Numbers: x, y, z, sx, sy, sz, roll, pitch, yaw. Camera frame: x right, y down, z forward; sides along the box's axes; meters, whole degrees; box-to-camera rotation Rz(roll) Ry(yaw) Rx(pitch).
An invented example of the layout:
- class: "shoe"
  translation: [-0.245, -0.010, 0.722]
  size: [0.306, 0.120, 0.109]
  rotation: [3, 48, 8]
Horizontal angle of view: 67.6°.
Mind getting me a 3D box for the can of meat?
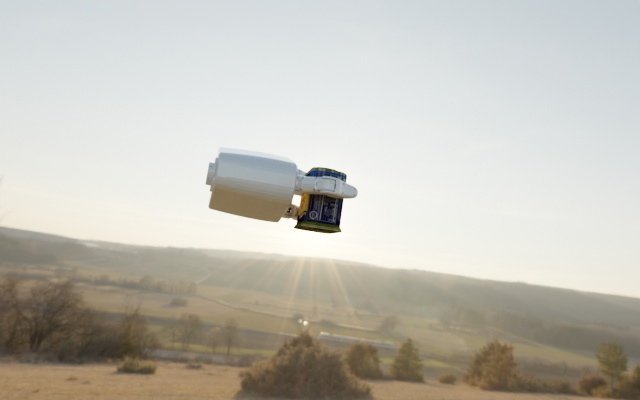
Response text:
- class: "can of meat"
  translation: [0.000, 0.002, 0.688]
  size: [0.057, 0.084, 0.102]
  rotation: [10, -8, -11]
